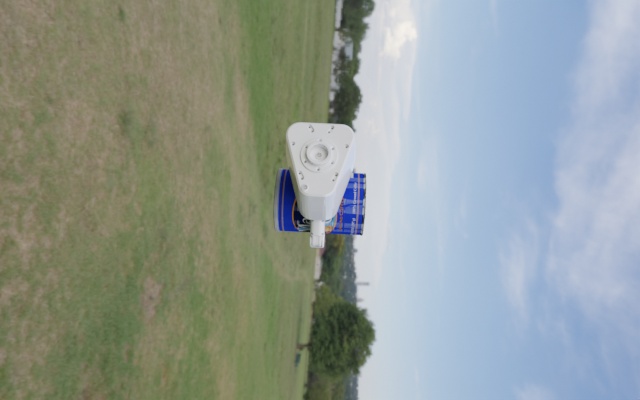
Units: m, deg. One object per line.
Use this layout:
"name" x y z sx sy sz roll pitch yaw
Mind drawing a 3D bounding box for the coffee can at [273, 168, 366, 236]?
"coffee can" 0.000 0.003 0.773 0.140 0.103 0.103 3 0 1
